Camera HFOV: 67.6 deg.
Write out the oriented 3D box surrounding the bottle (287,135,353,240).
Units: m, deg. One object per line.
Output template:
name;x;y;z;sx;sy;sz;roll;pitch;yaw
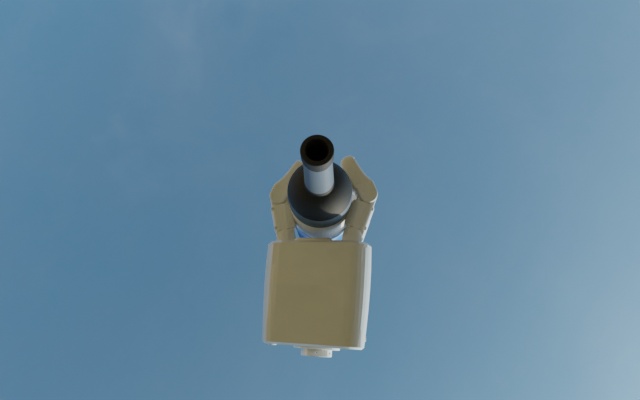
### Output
bottle;0.000;0.002;0.520;0.069;0.069;0.296;0;-16;1
